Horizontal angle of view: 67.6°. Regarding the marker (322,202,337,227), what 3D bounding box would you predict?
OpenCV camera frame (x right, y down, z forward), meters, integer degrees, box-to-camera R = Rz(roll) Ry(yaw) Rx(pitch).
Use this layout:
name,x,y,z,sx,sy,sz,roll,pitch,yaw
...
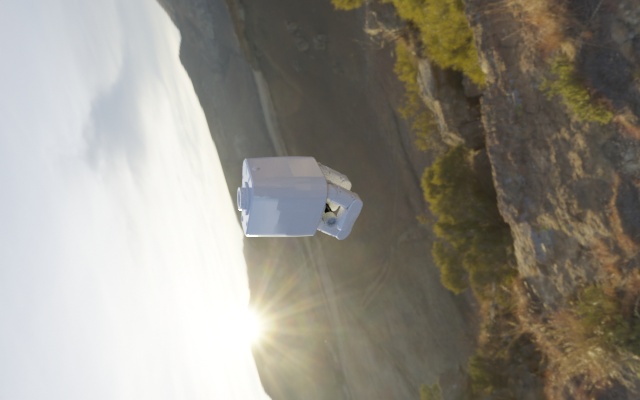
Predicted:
name,x,y,z,sx,sy,sz,roll,pitch,yaw
marker,0.000,0.003,0.758,0.020,0.020,0.121,0,30,-19
